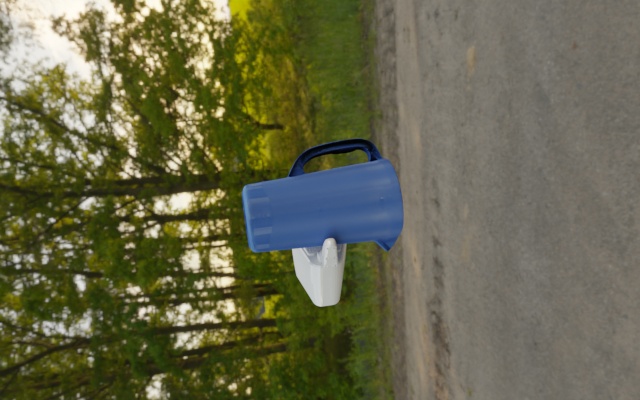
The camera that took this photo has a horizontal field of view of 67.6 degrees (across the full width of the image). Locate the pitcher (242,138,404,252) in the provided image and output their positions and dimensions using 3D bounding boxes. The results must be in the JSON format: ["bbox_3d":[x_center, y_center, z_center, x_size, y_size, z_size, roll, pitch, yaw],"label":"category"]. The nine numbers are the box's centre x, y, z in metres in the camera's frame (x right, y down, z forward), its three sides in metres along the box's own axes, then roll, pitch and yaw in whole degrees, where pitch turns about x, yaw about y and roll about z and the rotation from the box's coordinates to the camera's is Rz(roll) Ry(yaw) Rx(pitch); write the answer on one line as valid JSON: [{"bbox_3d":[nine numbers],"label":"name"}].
[{"bbox_3d":[0.000,0.003,0.766,0.243,0.145,0.149,-8,40,-8],"label":"pitcher"}]
